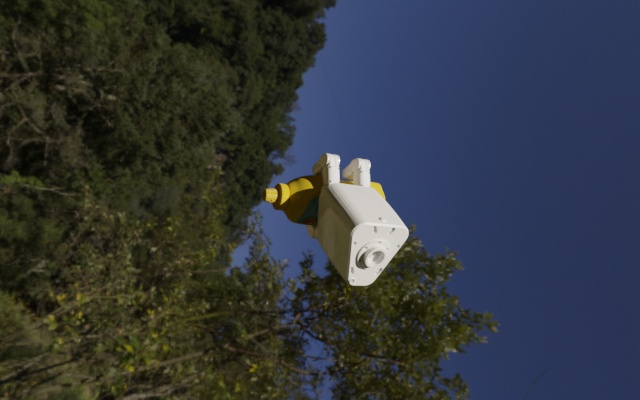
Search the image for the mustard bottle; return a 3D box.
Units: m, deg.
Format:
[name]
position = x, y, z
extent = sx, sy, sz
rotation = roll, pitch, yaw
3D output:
[mustard bottle]
position = 0.000, 0.002, 0.757
extent = 0.191, 0.058, 0.096
rotation = 6, -38, -28
